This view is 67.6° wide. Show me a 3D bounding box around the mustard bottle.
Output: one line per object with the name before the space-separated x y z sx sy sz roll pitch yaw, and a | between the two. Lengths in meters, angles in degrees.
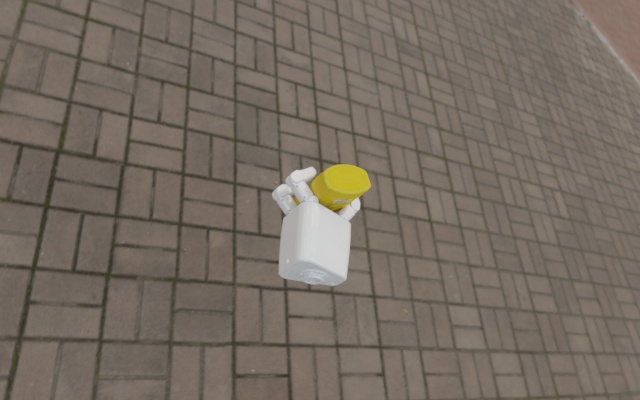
mustard bottle | 0.000 0.002 0.864 0.096 0.058 0.192 -5 -21 -35
